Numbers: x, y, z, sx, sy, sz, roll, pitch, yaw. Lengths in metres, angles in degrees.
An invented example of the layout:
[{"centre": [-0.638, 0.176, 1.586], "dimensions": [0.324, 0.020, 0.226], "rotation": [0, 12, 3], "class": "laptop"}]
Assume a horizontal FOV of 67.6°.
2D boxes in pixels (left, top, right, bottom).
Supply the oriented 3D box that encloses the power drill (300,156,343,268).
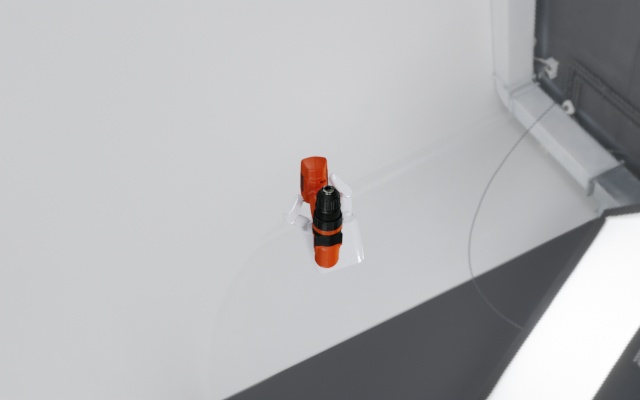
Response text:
[{"centre": [0.000, 0.003, 0.876], "dimensions": [0.057, 0.185, 0.187], "rotation": [-4, 43, -7], "class": "power drill"}]
